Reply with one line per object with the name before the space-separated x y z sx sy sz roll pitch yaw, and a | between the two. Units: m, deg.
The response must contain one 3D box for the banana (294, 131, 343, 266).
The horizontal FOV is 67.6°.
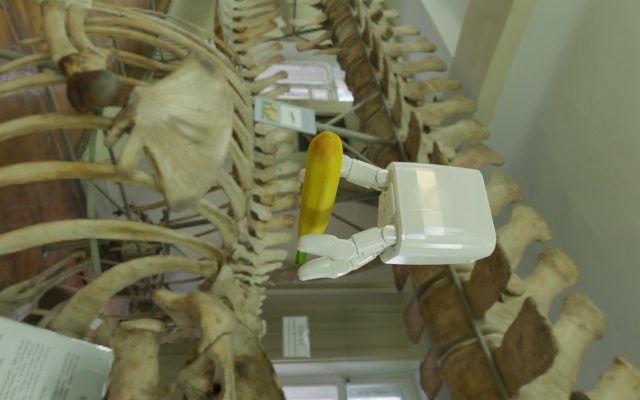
banana | 0.000 -0.010 0.495 0.037 0.069 0.198 5 -41 -4
